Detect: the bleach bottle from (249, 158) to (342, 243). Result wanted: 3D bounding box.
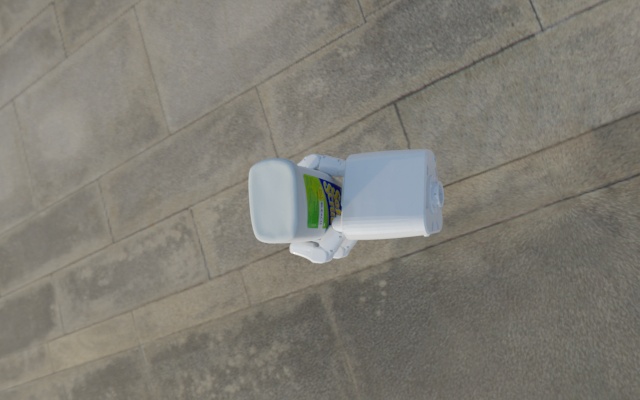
[{"bbox_3d":[0.000,0.002,0.658,0.068,0.102,0.251,-4,-2,27],"label":"bleach bottle"}]
